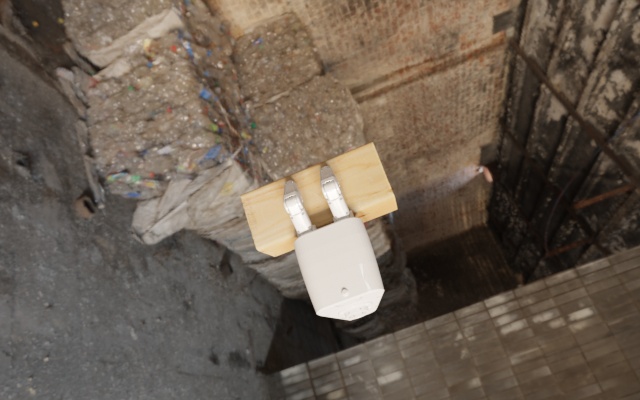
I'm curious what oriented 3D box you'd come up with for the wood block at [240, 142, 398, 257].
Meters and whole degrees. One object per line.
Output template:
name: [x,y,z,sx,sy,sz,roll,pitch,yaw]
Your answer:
wood block: [0.000,0.003,0.711,0.206,0.090,0.091,-21,-16,6]
